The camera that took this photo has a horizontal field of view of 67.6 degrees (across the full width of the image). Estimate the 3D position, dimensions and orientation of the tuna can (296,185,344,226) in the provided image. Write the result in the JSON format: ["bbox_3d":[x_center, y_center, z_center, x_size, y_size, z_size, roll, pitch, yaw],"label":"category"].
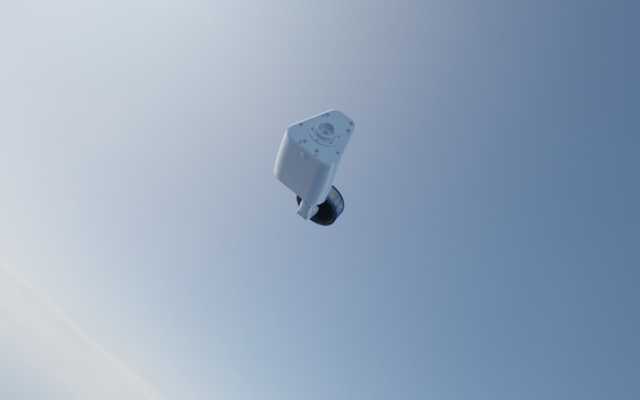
[{"bbox_3d":[0.000,0.003,0.866,0.086,0.086,0.033,0,36,43],"label":"tuna can"}]
